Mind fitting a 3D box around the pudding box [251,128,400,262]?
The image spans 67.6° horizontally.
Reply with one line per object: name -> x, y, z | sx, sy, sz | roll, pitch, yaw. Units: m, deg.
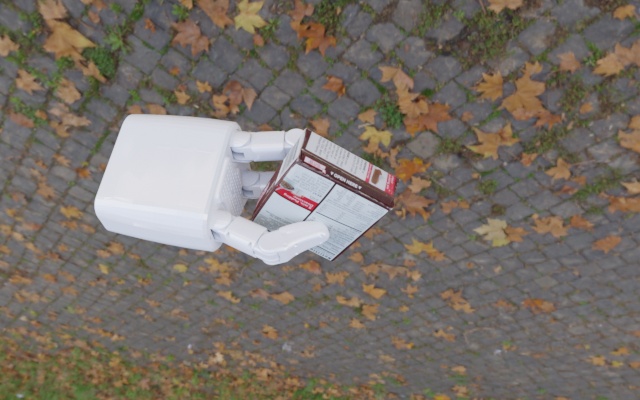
pudding box -> 0.000, 0.001, 0.415 | 0.090, 0.039, 0.113 | 26, -36, -13
